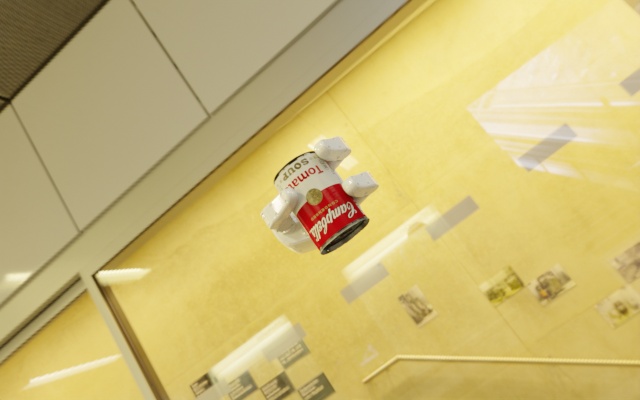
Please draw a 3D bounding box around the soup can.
[{"bbox_3d":[0.000,0.002,0.550,0.068,0.102,0.068,-33,-16,-11],"label":"soup can"}]
